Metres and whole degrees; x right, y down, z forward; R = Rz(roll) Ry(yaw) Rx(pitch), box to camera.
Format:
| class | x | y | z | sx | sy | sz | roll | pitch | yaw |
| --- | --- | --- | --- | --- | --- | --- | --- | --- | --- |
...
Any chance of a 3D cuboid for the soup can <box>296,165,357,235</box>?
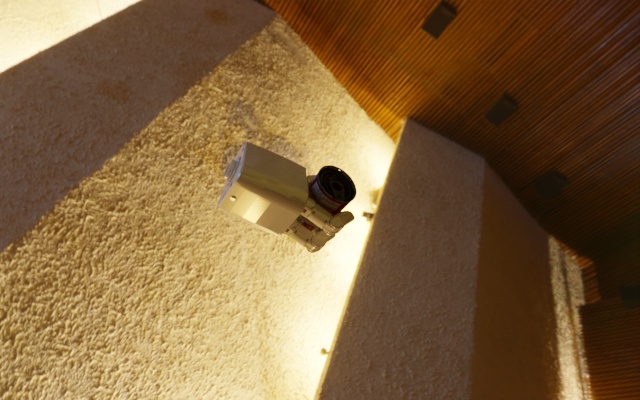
| class | x | y | z | sx | sy | sz | roll | pitch | yaw |
| --- | --- | --- | --- | --- | --- | --- | --- | --- | --- |
| soup can | 0.000 | 0.003 | 0.744 | 0.068 | 0.068 | 0.102 | 0 | -34 | -38 |
